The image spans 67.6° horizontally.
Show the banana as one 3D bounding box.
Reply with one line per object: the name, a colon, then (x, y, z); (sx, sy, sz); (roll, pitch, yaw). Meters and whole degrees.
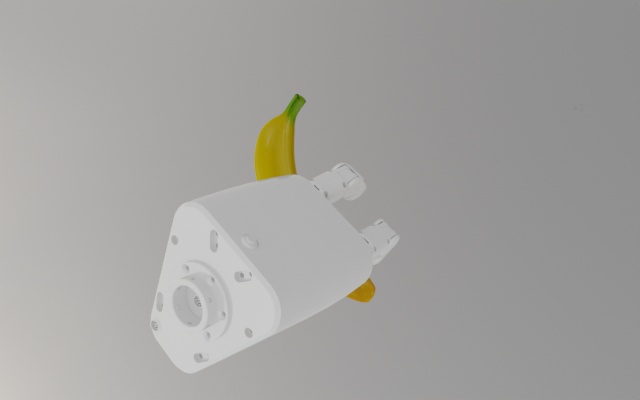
banana: (-0.016, 0.005, 0.429); (0.069, 0.197, 0.037); (-25, -9, 28)
